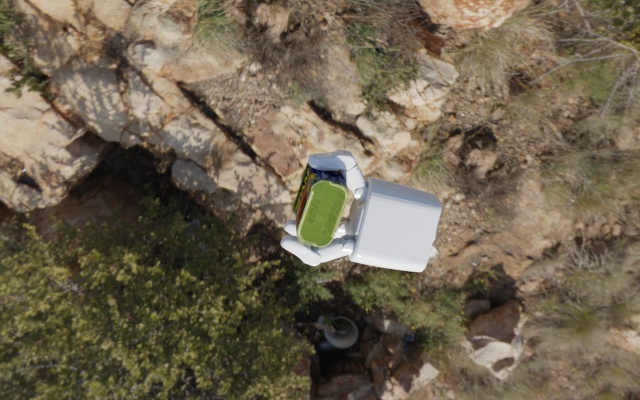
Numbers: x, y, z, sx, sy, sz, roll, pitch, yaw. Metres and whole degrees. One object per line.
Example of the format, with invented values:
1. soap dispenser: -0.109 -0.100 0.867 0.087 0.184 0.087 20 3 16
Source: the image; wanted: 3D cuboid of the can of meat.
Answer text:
1. can of meat: 0.000 0.002 0.656 0.057 0.102 0.084 15 23 -11
